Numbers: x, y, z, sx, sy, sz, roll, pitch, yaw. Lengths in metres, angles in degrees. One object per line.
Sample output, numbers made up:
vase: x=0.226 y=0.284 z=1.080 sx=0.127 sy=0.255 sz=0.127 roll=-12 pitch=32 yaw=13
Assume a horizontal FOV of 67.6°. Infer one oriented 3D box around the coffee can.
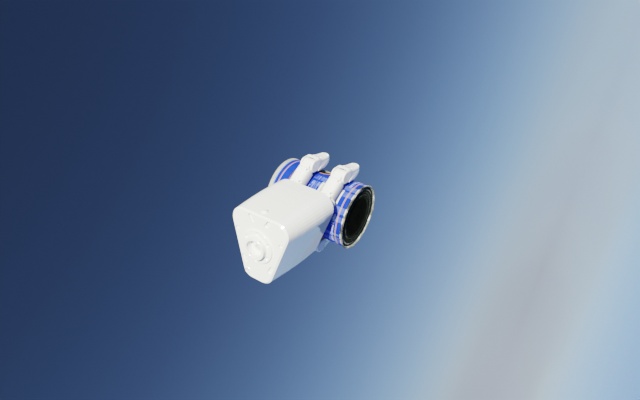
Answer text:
coffee can: x=0.000 y=0.002 z=0.756 sx=0.140 sy=0.103 sz=0.103 roll=22 pitch=10 yaw=26
